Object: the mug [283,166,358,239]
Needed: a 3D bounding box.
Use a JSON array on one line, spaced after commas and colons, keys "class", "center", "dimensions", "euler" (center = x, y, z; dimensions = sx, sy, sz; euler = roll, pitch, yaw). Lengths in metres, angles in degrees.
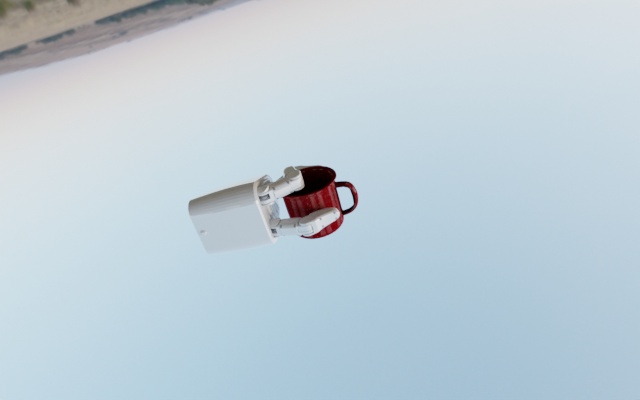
[{"class": "mug", "center": [0.002, 0.002, 0.727], "dimensions": [0.117, 0.081, 0.093], "euler": [-11, 29, 11]}]
